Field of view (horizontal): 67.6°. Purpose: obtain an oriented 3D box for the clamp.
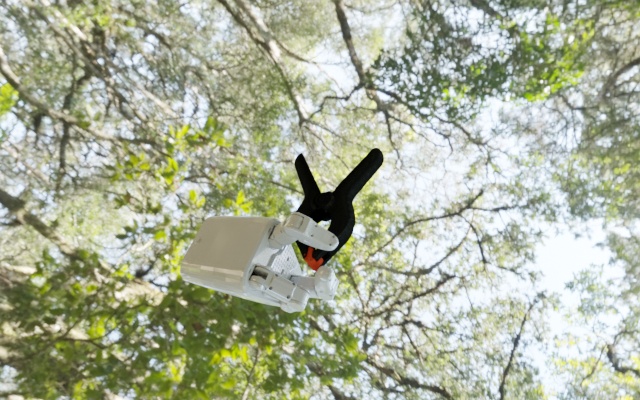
[{"bbox_3d":[0.000,0.002,0.586,0.120,0.171,0.039,3,-35,34],"label":"clamp"}]
